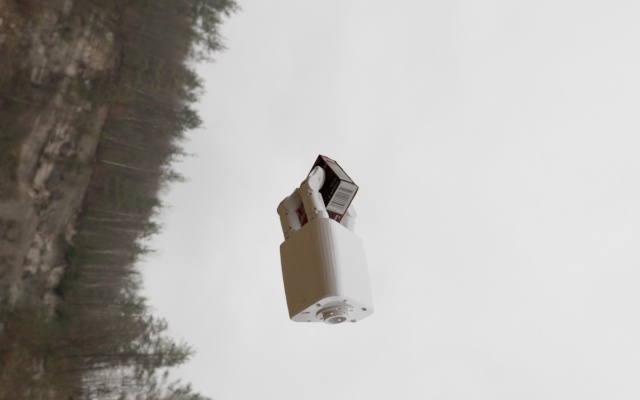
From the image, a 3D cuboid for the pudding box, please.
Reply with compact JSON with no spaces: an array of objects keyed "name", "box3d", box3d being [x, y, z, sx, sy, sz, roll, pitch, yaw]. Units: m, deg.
[{"name":"pudding box","box3d":[0.000,0.002,0.695,0.039,0.113,0.090,20,19,-32]}]
